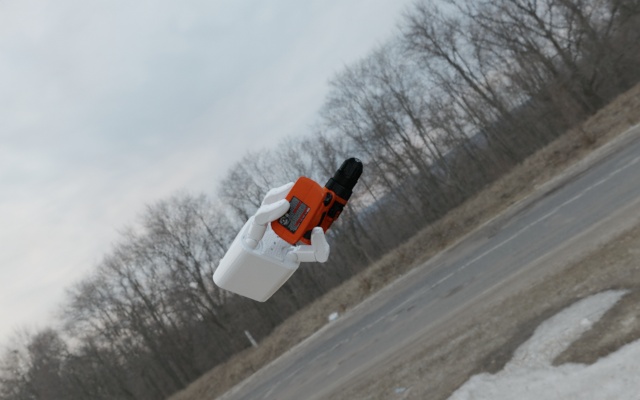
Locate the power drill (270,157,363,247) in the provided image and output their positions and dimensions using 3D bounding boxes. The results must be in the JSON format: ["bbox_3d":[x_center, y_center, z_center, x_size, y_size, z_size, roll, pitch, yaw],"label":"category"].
[{"bbox_3d":[0.000,0.003,0.811,0.057,0.184,0.187,34,10,16],"label":"power drill"}]
